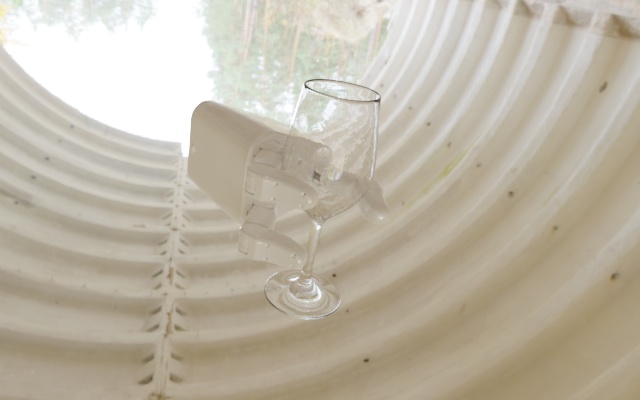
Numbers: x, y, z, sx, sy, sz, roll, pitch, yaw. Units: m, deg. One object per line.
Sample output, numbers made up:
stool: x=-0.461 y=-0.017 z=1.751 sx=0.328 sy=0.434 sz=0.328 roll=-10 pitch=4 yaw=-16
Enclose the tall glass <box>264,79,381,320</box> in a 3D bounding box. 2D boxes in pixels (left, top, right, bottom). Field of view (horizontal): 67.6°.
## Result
tall glass: x=0.000 y=0.002 z=0.415 sx=0.079 sy=0.201 sz=0.079 roll=9 pitch=26 yaw=-5
